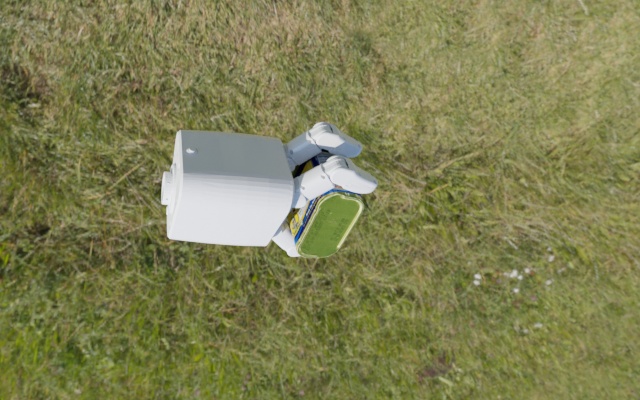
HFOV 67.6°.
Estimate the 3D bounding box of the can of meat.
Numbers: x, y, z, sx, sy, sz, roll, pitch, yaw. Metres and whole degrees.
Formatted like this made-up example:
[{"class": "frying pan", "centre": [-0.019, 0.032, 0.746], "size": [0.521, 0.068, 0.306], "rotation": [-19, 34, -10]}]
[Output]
[{"class": "can of meat", "centre": [0.000, 0.002, 0.528], "size": [0.057, 0.102, 0.084], "rotation": [7, 41, -25]}]
